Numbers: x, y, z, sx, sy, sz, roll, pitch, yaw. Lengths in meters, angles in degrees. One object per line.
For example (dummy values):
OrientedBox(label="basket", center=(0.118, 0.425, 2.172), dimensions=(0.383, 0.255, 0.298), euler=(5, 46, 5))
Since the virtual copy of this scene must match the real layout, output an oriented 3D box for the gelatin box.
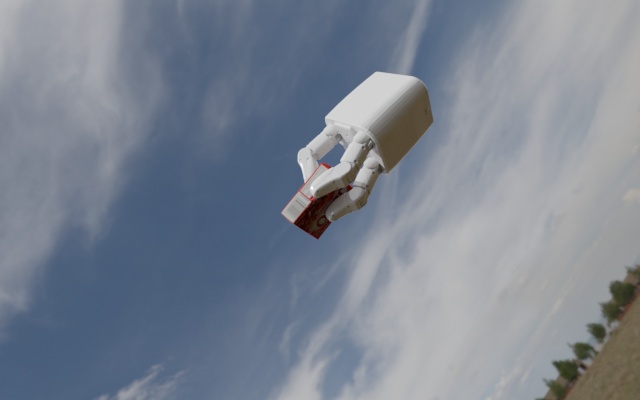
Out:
OrientedBox(label="gelatin box", center=(0.000, 0.002, 0.642), dimensions=(0.030, 0.089, 0.073), euler=(40, 1, 33))
